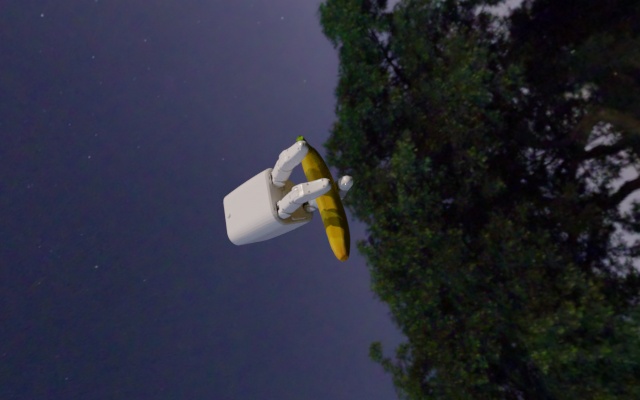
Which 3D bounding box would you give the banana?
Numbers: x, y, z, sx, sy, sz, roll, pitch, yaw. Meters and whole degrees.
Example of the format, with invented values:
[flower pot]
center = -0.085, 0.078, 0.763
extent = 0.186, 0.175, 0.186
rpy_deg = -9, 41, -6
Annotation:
[banana]
center = 0.006, -0.002, 0.736
extent = 0.037, 0.198, 0.069
rpy_deg = -24, -6, 23
